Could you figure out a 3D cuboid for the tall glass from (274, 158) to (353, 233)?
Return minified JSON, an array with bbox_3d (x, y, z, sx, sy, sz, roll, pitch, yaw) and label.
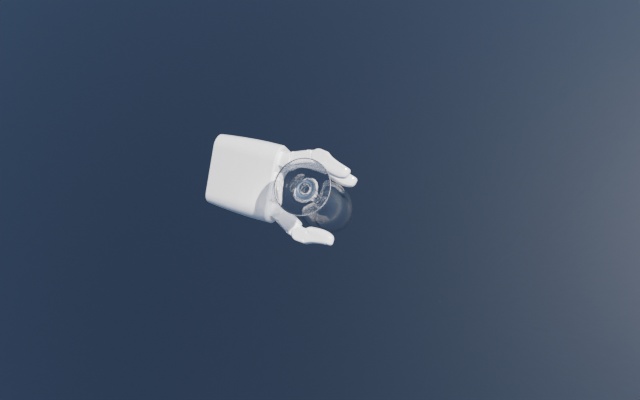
[{"bbox_3d":[0.000,0.002,0.685,0.079,0.079,0.201,0,-12,14],"label":"tall glass"}]
